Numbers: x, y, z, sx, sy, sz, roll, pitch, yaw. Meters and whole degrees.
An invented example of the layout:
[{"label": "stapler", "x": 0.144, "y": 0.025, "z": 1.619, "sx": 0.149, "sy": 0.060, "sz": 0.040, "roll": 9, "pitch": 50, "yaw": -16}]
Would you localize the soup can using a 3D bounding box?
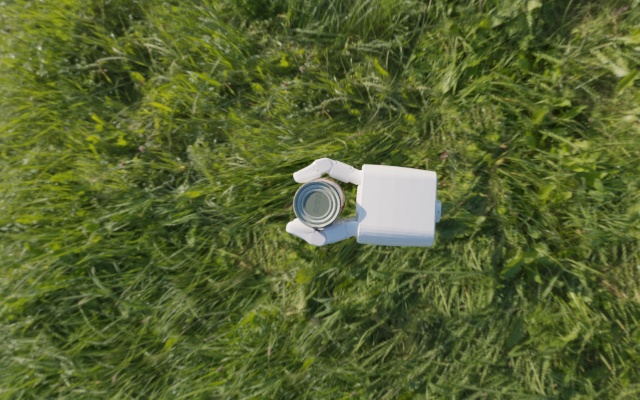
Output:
[{"label": "soup can", "x": 0.000, "y": 0.002, "z": 0.694, "sx": 0.068, "sy": 0.068, "sz": 0.102, "roll": 0, "pitch": 4, "yaw": 6}]
